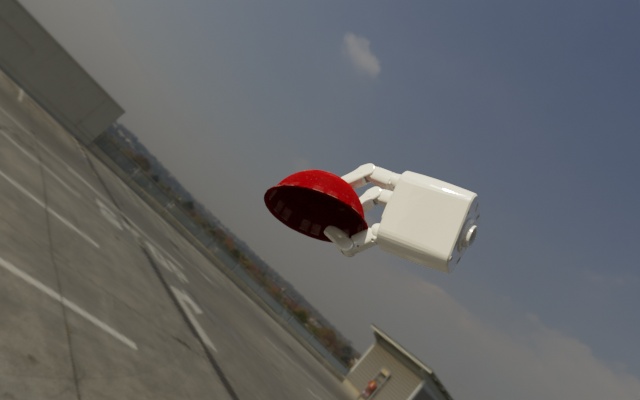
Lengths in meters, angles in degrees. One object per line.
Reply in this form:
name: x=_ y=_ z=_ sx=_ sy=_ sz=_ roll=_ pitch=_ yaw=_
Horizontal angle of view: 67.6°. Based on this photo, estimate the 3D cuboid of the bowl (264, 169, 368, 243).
bowl: x=-0.001 y=0.002 z=0.713 sx=0.162 sy=0.055 sz=0.162 roll=16 pitch=-27 yaw=8
